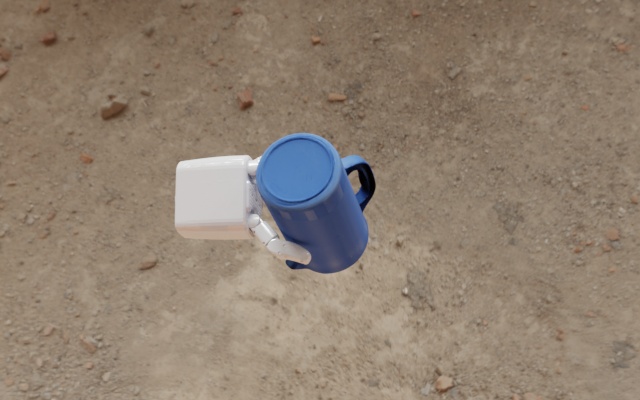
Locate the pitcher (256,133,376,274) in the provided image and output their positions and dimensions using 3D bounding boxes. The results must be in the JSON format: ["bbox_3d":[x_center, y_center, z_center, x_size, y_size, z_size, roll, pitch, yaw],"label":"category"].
[{"bbox_3d":[0.000,0.002,0.681,0.145,0.149,0.243,0,-24,10],"label":"pitcher"}]
